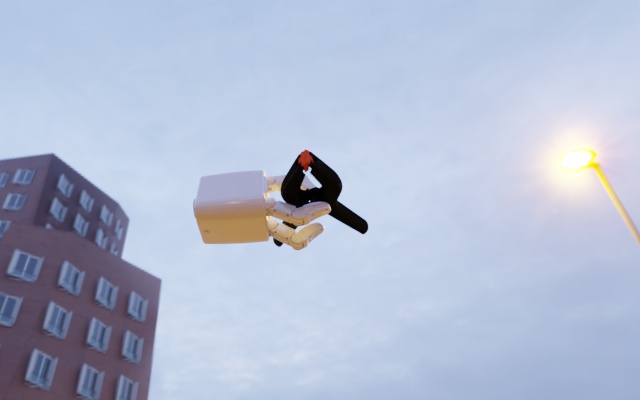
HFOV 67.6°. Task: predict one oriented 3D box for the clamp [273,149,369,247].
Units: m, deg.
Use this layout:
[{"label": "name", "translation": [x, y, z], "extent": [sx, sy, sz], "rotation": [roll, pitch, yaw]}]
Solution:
[{"label": "clamp", "translation": [0.000, 0.002, 0.756], "extent": [0.164, 0.036, 0.210], "rotation": [-5, -39, -4]}]
